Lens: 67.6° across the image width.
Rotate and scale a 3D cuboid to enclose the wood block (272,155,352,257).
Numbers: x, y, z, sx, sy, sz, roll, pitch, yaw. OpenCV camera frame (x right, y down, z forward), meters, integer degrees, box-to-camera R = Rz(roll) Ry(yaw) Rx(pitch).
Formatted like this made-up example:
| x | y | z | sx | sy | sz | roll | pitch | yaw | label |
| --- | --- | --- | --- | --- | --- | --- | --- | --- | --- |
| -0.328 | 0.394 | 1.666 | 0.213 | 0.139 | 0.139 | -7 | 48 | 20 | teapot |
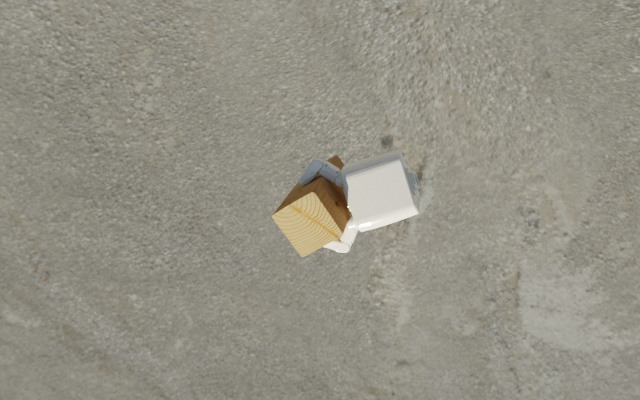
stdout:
| x | y | z | sx | sy | sz | roll | pitch | yaw | label |
| --- | --- | --- | --- | --- | --- | --- | --- | --- | --- |
| 0.000 | 0.002 | 0.868 | 0.090 | 0.091 | 0.206 | -30 | 12 | 22 | wood block |
